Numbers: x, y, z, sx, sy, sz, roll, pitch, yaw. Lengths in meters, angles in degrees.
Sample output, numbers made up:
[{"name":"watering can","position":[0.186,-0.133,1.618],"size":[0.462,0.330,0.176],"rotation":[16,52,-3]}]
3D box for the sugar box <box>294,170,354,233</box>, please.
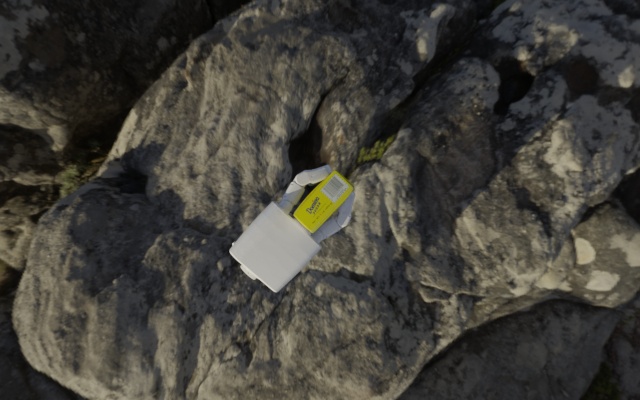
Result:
[{"name":"sugar box","position":[0.000,0.002,0.774],"size":[0.048,0.093,0.176],"rotation":[44,-4,-4]}]
